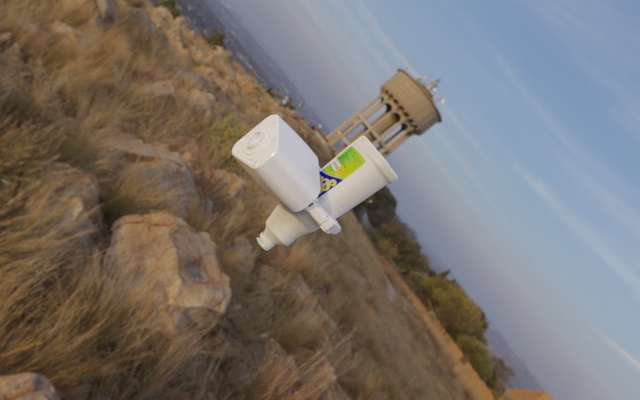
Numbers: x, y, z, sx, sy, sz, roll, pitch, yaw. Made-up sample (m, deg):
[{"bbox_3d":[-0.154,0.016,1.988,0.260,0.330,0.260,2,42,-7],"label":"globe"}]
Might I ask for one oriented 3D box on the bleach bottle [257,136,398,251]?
[{"bbox_3d":[0.000,0.003,0.797,0.068,0.251,0.102,47,8,-35],"label":"bleach bottle"}]
